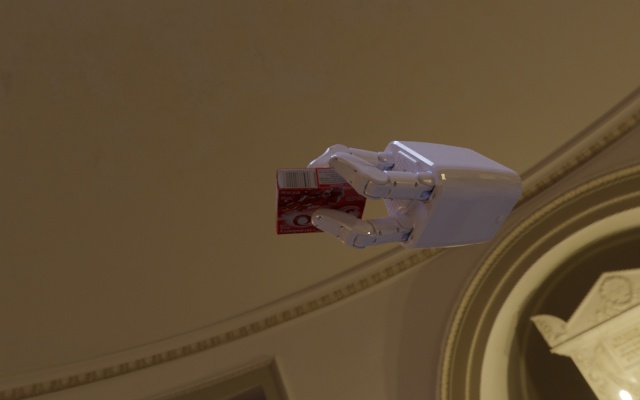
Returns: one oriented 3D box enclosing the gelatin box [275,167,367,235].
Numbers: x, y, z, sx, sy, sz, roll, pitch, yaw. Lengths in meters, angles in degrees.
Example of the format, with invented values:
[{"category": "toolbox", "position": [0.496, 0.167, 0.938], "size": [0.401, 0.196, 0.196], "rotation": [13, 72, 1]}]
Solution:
[{"category": "gelatin box", "position": [0.000, 0.001, 0.478], "size": [0.089, 0.030, 0.073], "rotation": [-2, -38, -8]}]
